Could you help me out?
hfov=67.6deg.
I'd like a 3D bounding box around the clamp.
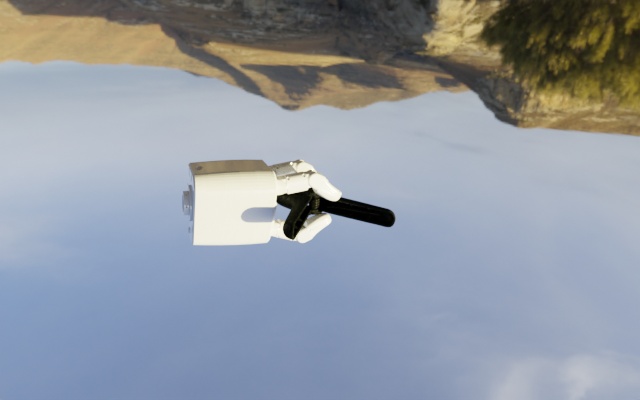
[{"bbox_3d":[0.000,0.003,0.704,0.164,0.036,0.210,-2,20,-20],"label":"clamp"}]
